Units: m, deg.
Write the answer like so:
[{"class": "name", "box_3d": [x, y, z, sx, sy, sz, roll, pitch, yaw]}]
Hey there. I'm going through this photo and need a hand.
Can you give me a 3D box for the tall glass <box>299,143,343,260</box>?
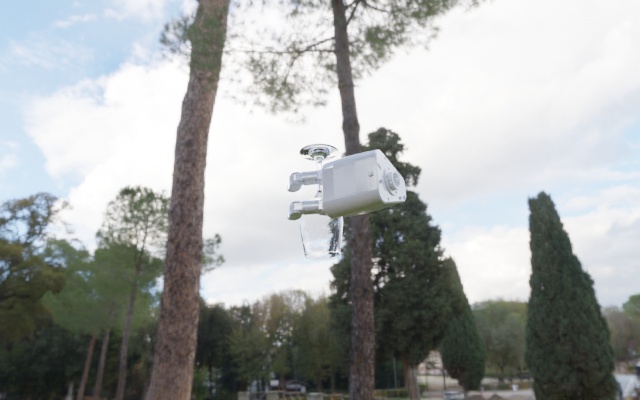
[{"class": "tall glass", "box_3d": [0.000, 0.002, 0.864, 0.079, 0.201, 0.079, -1, -19, 0]}]
